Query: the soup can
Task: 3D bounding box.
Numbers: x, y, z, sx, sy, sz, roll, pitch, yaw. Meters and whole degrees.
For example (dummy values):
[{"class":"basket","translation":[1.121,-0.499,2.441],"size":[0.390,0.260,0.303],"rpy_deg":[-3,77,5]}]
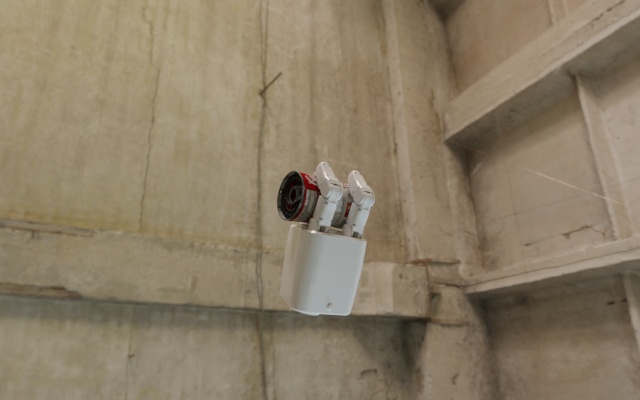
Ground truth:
[{"class":"soup can","translation":[0.000,0.002,0.667],"size":[0.102,0.068,0.068],"rpy_deg":[12,-6,-32]}]
